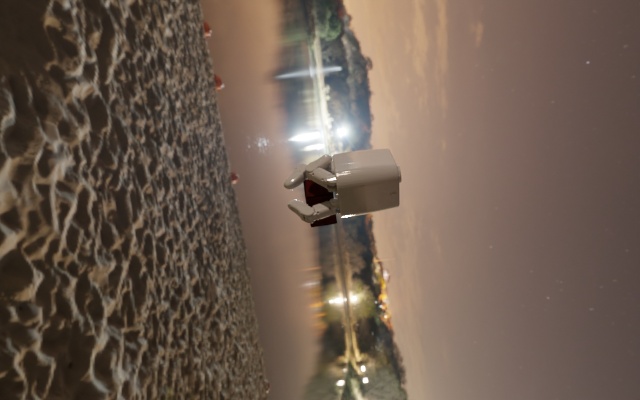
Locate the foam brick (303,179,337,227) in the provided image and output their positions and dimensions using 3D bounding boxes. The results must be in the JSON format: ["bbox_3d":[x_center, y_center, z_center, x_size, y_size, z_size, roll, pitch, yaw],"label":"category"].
[{"bbox_3d":[0.000,0.003,0.879,0.051,0.078,0.053,-9,44,0],"label":"foam brick"}]
